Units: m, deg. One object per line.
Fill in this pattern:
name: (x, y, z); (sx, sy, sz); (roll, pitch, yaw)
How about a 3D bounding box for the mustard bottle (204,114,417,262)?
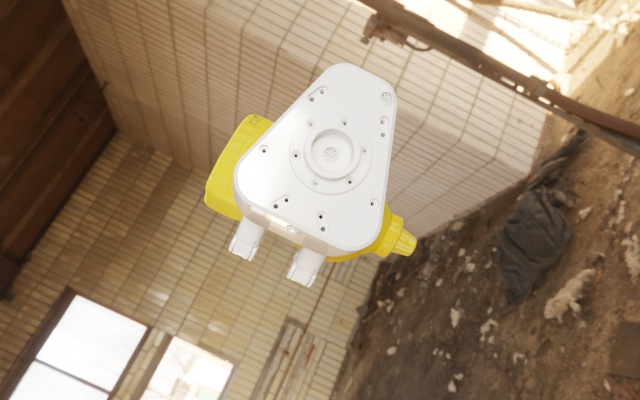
mustard bottle: (0.000, 0.001, 0.437); (0.191, 0.096, 0.058); (26, -32, -3)
